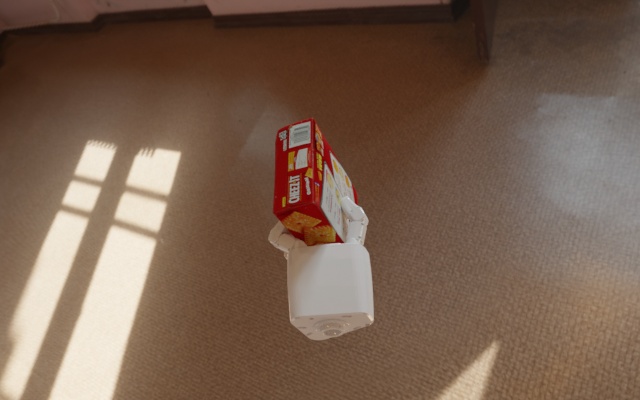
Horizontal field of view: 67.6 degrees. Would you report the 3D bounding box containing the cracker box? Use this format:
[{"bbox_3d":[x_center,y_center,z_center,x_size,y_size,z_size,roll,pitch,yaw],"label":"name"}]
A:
[{"bbox_3d":[0.000,0.002,0.764,0.072,0.164,0.214,-14,-38,17],"label":"cracker box"}]
